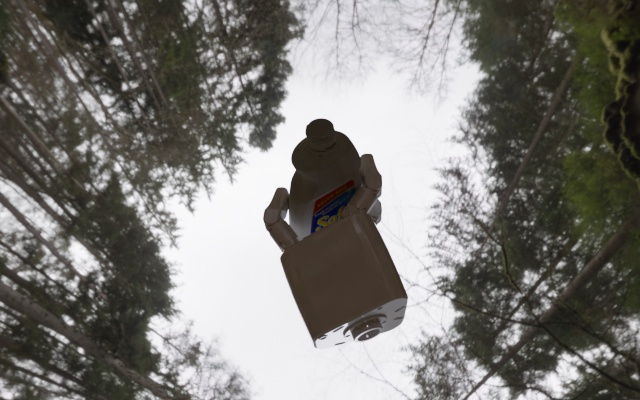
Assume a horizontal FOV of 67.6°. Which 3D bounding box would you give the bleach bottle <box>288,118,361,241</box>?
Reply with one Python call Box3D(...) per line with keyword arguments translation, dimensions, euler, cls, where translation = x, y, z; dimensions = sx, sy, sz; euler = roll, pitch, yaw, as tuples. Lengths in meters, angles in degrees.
Box3D(translation=(0.000, 0.002, 0.579), dimensions=(0.102, 0.068, 0.251), euler=(-20, -34, -9), cls="bleach bottle")
